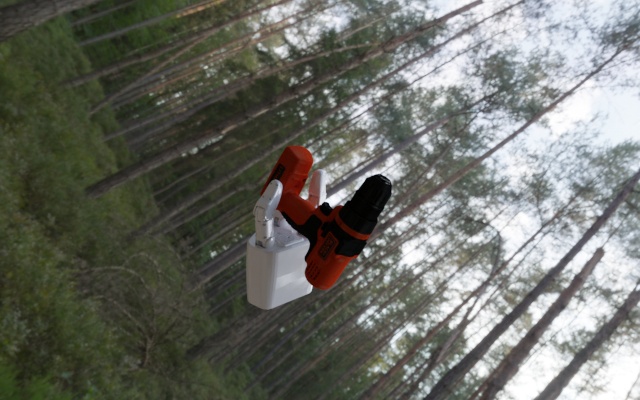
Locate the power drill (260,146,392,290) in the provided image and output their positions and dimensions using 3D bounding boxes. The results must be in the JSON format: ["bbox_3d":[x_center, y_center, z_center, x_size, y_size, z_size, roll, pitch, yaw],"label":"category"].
[{"bbox_3d":[0.000,0.002,0.675,0.057,0.184,0.187,10,30,-46],"label":"power drill"}]
